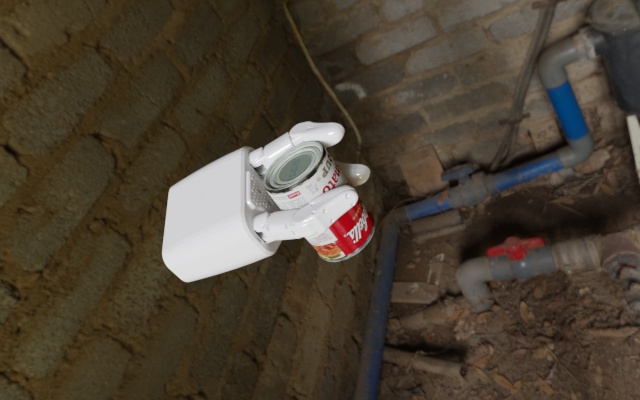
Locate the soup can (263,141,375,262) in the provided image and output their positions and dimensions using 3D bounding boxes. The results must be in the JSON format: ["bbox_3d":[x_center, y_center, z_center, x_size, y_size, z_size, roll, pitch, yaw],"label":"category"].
[{"bbox_3d":[0.000,0.001,0.461,0.068,0.068,0.102,0,-43,43],"label":"soup can"}]
